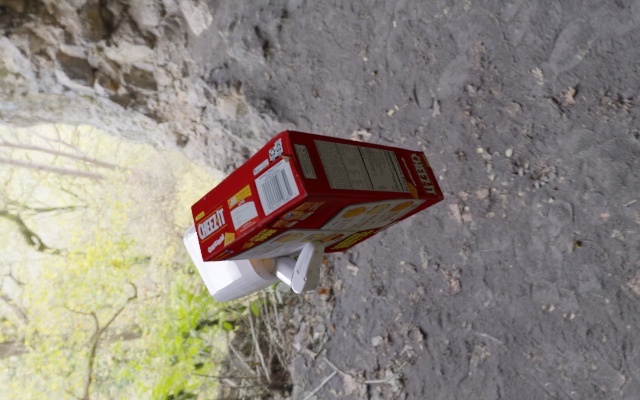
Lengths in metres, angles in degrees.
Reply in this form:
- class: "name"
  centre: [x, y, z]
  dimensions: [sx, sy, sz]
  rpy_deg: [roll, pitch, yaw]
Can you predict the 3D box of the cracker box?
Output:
- class: "cracker box"
  centre: [0.000, 0.002, 0.505]
  dimensions: [0.214, 0.072, 0.164]
  rpy_deg: [1, -25, -46]
